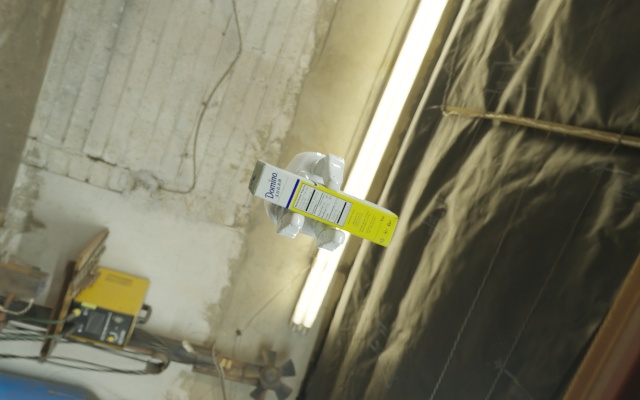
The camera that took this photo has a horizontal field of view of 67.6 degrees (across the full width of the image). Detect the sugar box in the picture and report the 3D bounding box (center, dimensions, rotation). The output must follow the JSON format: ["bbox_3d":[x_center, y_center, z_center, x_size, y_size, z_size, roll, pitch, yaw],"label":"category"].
[{"bbox_3d":[0.000,0.002,0.594,0.176,0.048,0.093,19,3,-14],"label":"sugar box"}]
